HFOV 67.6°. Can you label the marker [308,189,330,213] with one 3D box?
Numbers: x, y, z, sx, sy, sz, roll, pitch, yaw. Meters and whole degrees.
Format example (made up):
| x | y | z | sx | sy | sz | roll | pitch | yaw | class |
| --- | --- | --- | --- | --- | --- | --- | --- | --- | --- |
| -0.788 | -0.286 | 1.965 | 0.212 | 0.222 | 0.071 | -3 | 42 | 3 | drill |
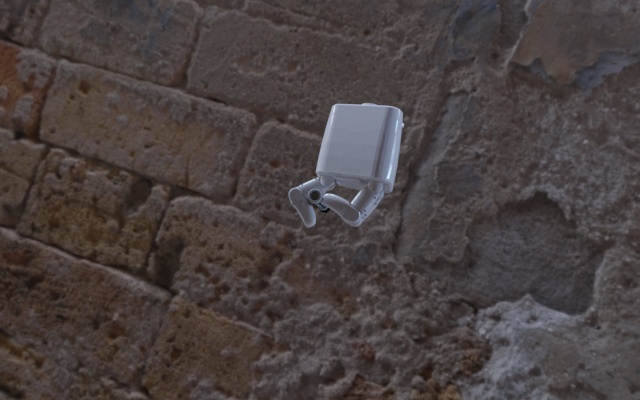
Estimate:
| x | y | z | sx | sy | sz | roll | pitch | yaw | class |
| --- | --- | --- | --- | --- | --- | --- | --- | --- | --- |
| 0.000 | 0.002 | 0.702 | 0.020 | 0.020 | 0.121 | 0 | -9 | 8 | marker |
